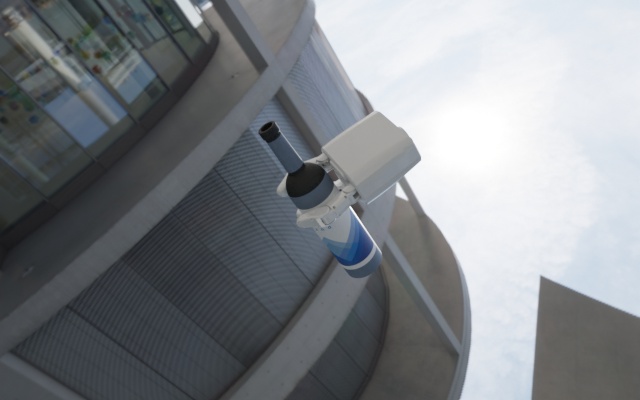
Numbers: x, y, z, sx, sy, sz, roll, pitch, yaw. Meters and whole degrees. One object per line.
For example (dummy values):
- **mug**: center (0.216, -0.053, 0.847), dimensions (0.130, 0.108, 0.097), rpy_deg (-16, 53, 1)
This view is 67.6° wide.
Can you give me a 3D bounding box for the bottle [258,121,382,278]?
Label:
- **bottle**: center (0.000, 0.003, 0.721), dimensions (0.069, 0.069, 0.296), rpy_deg (0, -44, 43)
